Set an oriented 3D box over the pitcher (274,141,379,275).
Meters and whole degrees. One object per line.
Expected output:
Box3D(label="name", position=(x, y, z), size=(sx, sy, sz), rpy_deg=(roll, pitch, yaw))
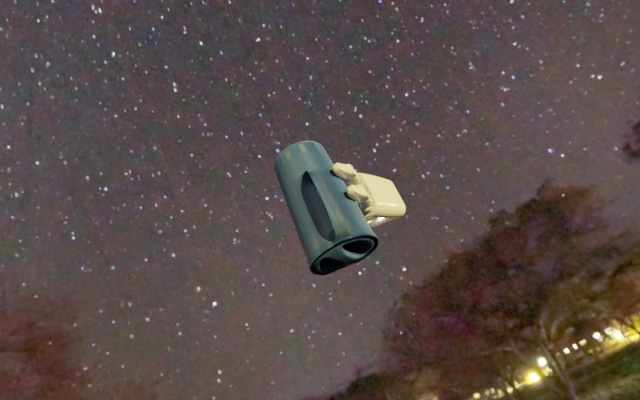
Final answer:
Box3D(label="pitcher", position=(0.000, 0.003, 0.892), size=(0.145, 0.242, 0.149), rpy_deg=(5, -40, -44))
